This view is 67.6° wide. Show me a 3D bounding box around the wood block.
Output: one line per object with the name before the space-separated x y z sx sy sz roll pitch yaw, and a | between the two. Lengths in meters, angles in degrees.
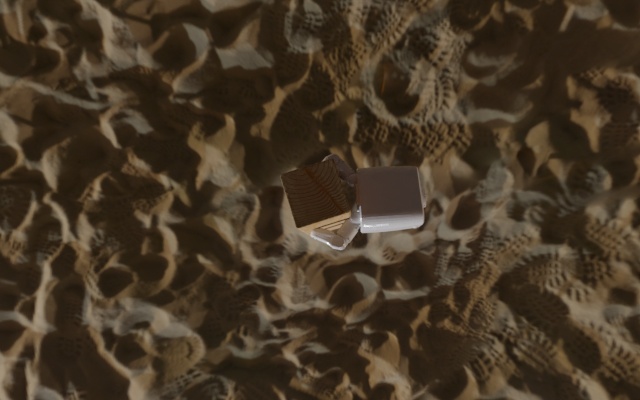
wood block | 0.000 0.002 0.832 0.090 0.091 0.206 -18 -9 2
